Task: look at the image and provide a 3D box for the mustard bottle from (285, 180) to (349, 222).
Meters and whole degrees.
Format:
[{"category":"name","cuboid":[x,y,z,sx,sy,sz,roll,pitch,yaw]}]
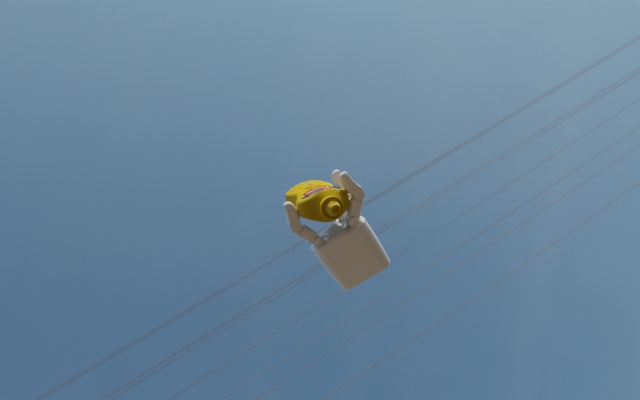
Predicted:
[{"category":"mustard bottle","cuboid":[0.000,0.003,0.884,0.096,0.058,0.191,-13,12,-14]}]
